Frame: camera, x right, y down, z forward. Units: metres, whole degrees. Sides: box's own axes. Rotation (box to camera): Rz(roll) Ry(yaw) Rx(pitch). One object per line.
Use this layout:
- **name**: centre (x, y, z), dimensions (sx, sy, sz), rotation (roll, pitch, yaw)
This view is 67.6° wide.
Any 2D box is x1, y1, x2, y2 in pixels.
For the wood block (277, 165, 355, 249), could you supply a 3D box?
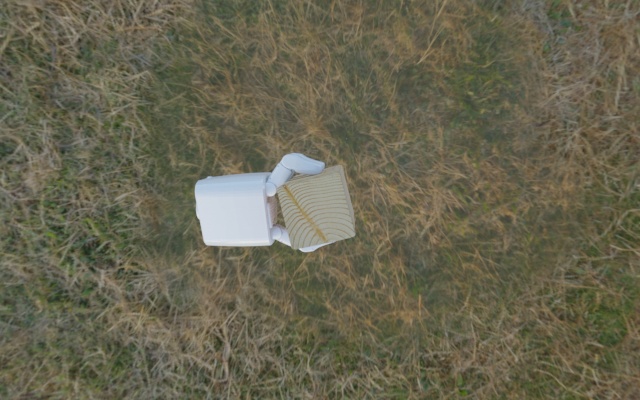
- **wood block**: centre (0.000, 0.003, 0.735), dimensions (0.090, 0.091, 0.206), rotation (-13, 6, 5)
